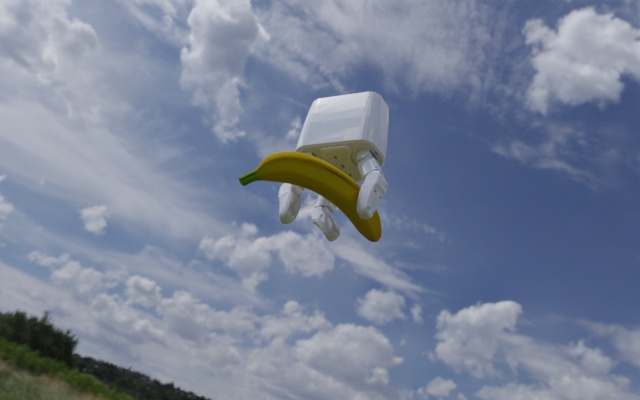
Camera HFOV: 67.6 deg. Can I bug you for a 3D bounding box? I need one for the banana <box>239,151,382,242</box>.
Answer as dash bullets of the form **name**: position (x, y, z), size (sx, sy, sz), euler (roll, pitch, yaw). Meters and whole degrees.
- **banana**: position (0.007, -0.010, 0.569), size (0.198, 0.037, 0.070), euler (26, -48, -20)
